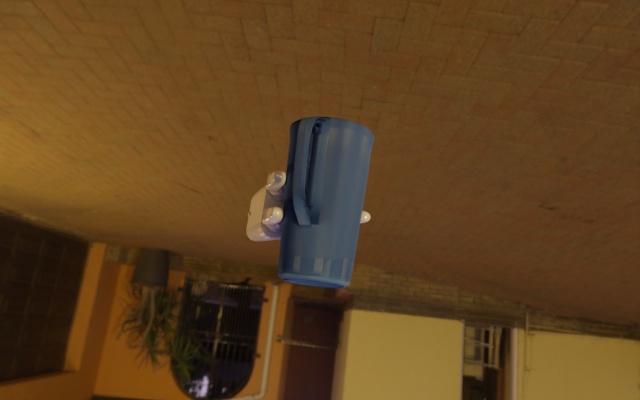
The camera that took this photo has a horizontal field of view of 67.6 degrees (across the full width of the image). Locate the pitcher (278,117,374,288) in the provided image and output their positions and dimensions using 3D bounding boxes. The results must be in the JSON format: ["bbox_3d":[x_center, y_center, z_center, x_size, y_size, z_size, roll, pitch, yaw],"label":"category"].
[{"bbox_3d":[0.000,0.002,0.715,0.149,0.242,0.145,13,-15,-25],"label":"pitcher"}]
